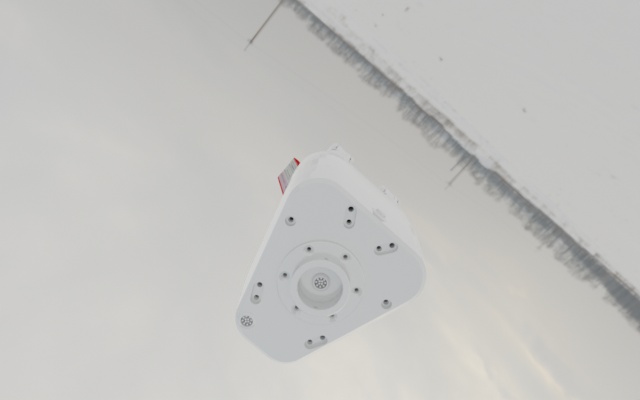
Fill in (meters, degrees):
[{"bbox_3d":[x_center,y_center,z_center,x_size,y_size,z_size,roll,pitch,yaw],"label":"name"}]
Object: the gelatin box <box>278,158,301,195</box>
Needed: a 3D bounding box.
[{"bbox_3d":[0.000,0.002,0.439,0.073,0.030,0.089,39,7,-19],"label":"gelatin box"}]
